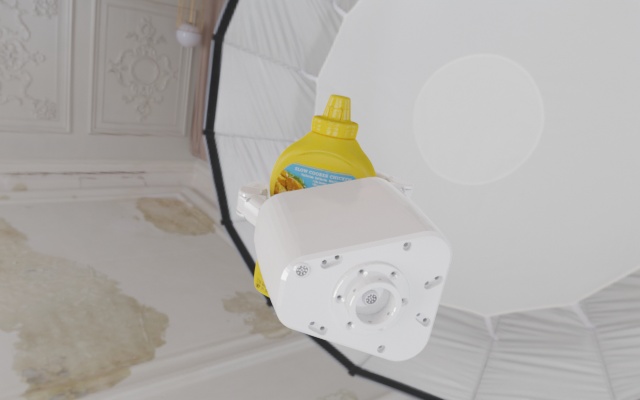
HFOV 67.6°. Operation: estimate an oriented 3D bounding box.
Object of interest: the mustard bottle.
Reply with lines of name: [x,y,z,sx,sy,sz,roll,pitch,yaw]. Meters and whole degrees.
mustard bottle: [0.000,0.002,0.433,0.096,0.192,0.058,13,17,7]
